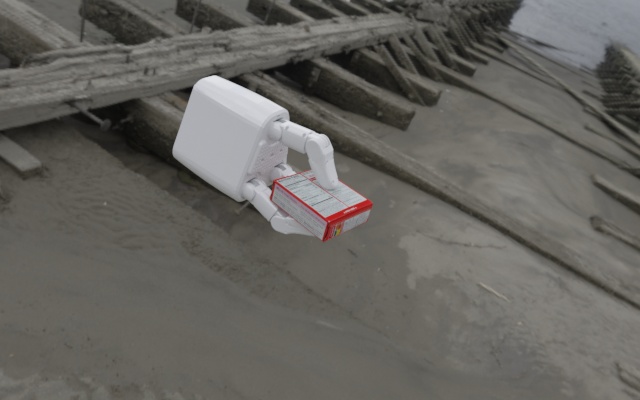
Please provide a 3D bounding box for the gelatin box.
[{"bbox_3d":[0.000,0.002,0.524,0.089,0.030,0.073,35,37,31],"label":"gelatin box"}]
